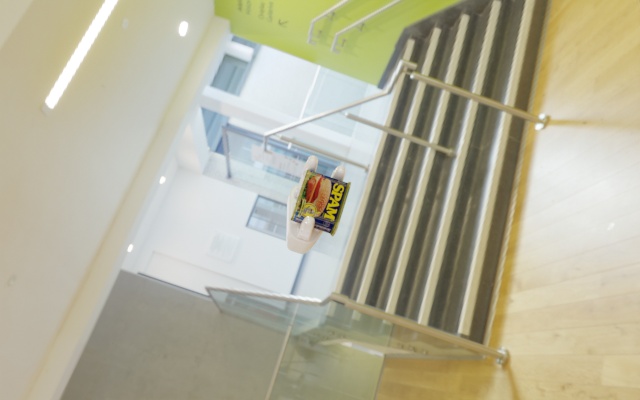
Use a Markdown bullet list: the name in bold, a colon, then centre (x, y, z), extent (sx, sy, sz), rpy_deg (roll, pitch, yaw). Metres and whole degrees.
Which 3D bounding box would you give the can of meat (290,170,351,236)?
- **can of meat**: centre (0.000, 0.003, 0.865), extent (0.084, 0.102, 0.057), rpy_deg (19, -18, -2)
